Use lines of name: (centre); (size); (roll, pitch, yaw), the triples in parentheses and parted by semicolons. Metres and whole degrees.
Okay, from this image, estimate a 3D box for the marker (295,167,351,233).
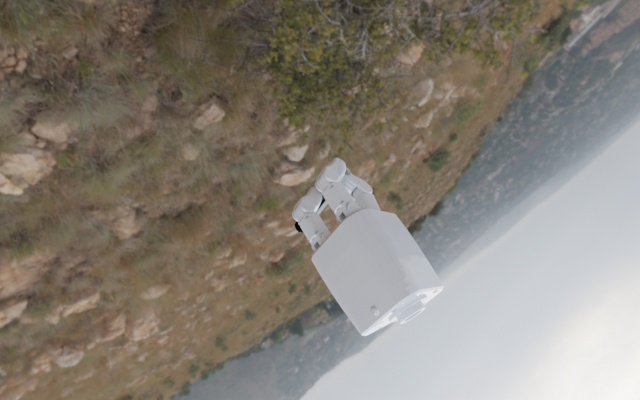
marker: (0.000, 0.002, 0.618); (0.020, 0.020, 0.121); (0, -39, -40)
